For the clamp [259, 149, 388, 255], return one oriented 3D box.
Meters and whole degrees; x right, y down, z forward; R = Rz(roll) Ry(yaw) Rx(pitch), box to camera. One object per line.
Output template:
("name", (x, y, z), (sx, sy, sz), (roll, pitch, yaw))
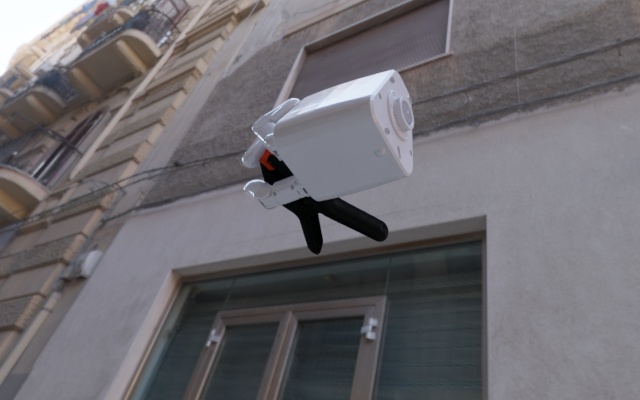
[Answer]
("clamp", (0.000, 0.001, 0.556), (0.120, 0.039, 0.171), (-13, -49, 30))
